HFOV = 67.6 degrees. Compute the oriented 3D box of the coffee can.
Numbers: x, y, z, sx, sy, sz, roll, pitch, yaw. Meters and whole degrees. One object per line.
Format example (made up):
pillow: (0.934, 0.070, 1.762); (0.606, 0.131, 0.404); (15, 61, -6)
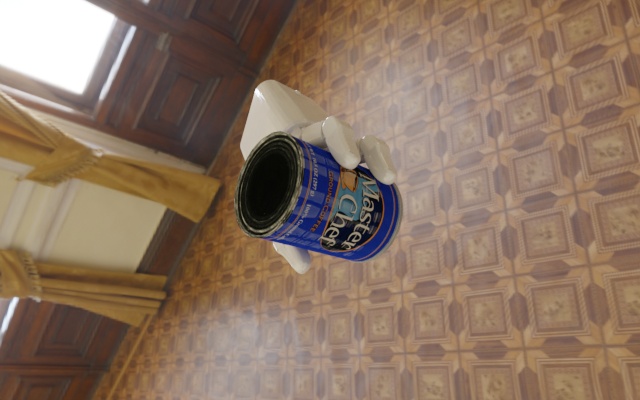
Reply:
coffee can: (0.000, 0.002, 0.484); (0.140, 0.103, 0.103); (19, -12, -40)
